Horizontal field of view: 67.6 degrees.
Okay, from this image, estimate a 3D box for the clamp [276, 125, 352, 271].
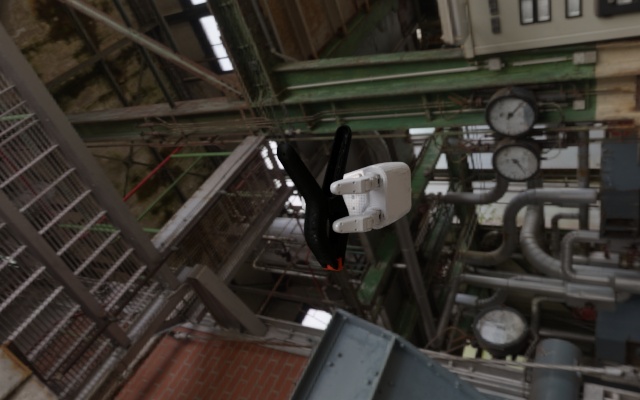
[{"bbox_3d":[0.000,0.003,0.672,0.036,0.210,0.164,3,11,35],"label":"clamp"}]
